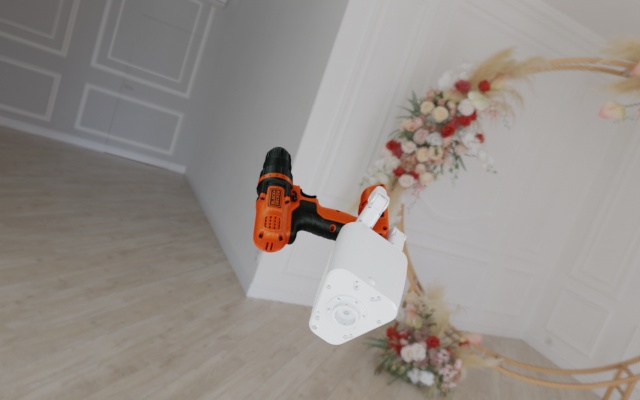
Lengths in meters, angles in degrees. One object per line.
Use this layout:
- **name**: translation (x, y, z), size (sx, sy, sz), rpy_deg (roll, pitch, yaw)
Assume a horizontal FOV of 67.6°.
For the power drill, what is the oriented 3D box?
- **power drill**: translation (0.001, 0.002, 0.690), size (0.187, 0.184, 0.057), rpy_deg (8, -40, -7)
